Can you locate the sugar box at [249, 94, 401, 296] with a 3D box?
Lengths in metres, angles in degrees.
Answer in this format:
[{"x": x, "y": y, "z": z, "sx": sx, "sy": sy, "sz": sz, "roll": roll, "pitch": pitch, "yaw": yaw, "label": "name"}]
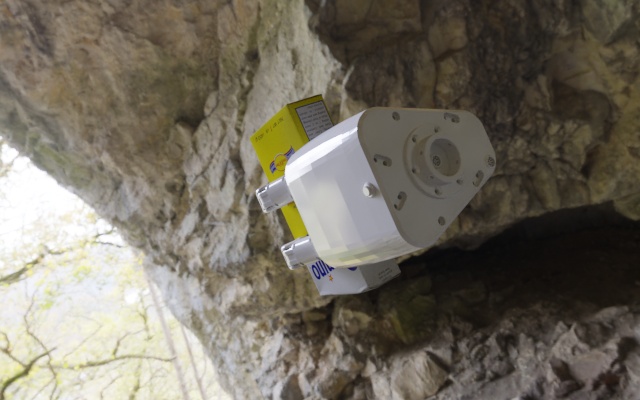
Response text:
[{"x": 0.000, "y": 0.002, "z": 0.450, "sx": 0.048, "sy": 0.176, "sz": 0.093, "roll": -22, "pitch": -2, "yaw": -32, "label": "sugar box"}]
